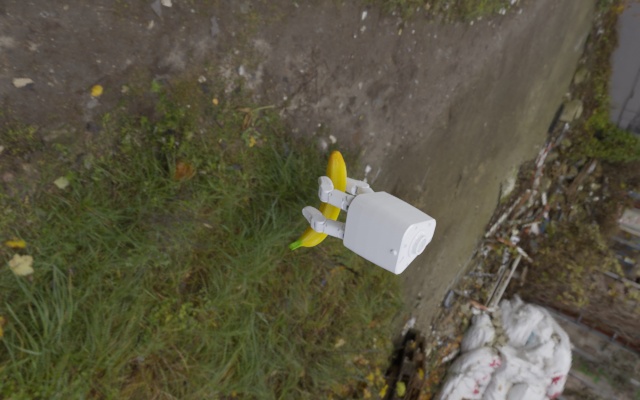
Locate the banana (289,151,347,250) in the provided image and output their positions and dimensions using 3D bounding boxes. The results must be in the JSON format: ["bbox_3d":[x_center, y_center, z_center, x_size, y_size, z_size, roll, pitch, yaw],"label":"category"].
[{"bbox_3d":[0.010,0.007,0.862,0.037,0.198,0.069,32,14,35],"label":"banana"}]
